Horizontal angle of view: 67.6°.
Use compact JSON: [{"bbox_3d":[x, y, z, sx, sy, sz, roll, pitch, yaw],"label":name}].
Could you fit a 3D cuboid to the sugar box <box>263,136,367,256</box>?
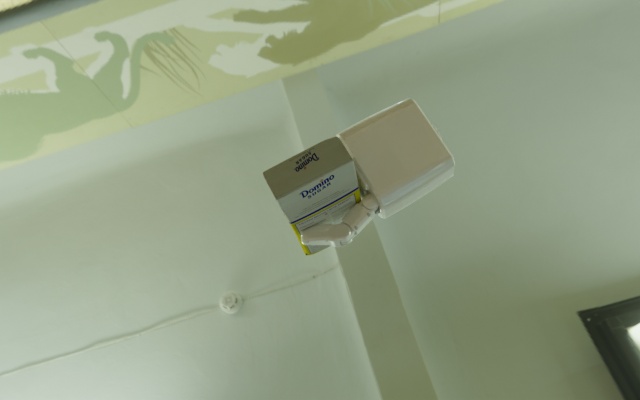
[{"bbox_3d":[0.000,0.001,0.575,0.093,0.048,0.176,-27,-30,-4],"label":"sugar box"}]
